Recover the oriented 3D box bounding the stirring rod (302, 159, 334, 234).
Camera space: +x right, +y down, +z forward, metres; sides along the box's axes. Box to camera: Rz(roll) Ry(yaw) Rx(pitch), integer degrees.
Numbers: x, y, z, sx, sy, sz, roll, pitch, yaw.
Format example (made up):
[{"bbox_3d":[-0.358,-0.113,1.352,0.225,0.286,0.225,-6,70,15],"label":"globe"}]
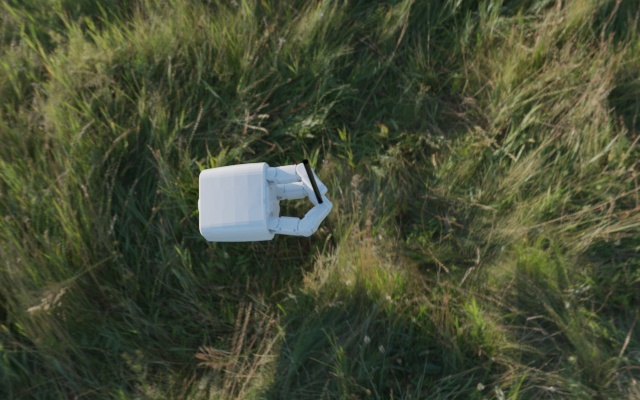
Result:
[{"bbox_3d":[0.000,0.002,0.722,0.011,0.011,0.240,0,-26,10],"label":"stirring rod"}]
